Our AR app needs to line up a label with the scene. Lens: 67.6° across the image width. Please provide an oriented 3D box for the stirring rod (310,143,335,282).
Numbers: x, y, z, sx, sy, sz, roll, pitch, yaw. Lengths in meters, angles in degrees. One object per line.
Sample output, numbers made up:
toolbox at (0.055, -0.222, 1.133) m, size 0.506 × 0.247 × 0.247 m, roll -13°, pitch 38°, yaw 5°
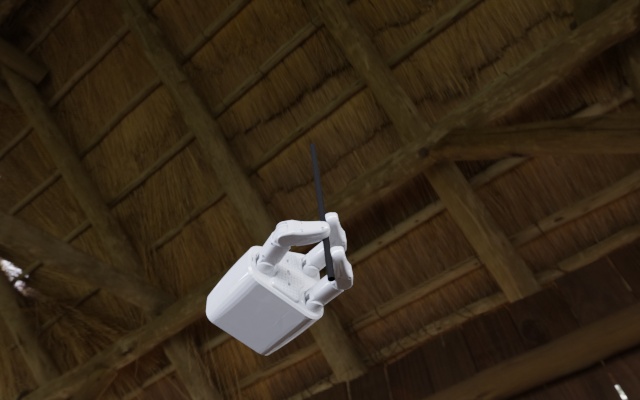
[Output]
stirring rod at (0.000, 0.002, 0.582) m, size 0.011 × 0.011 × 0.239 m, roll 0°, pitch 41°, yaw -7°
